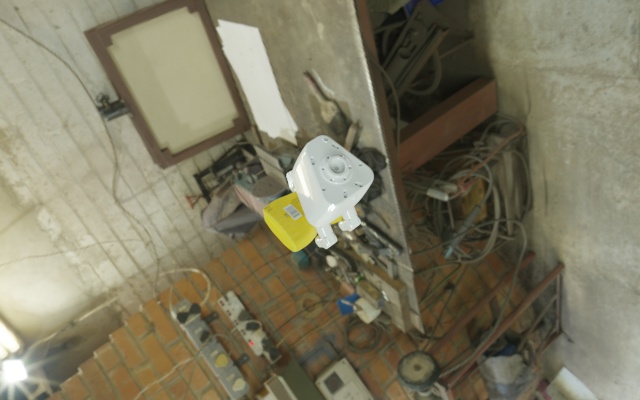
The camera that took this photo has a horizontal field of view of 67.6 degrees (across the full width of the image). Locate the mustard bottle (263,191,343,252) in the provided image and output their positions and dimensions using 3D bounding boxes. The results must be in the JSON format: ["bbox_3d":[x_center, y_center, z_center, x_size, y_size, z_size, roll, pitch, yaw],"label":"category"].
[{"bbox_3d":[0.000,0.003,0.848,0.191,0.058,0.096,-34,58,-21],"label":"mustard bottle"}]
